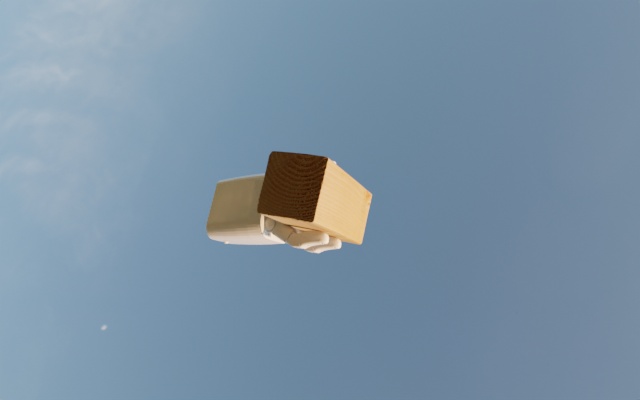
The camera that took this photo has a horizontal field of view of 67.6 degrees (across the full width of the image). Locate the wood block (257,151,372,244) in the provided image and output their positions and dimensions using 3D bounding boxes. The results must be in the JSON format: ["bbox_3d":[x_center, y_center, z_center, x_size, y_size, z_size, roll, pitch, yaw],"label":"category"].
[{"bbox_3d":[0.000,0.002,0.722,0.090,0.091,0.206,8,-9,24],"label":"wood block"}]
